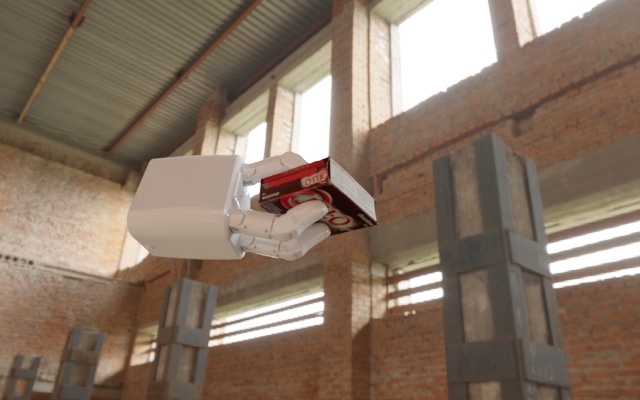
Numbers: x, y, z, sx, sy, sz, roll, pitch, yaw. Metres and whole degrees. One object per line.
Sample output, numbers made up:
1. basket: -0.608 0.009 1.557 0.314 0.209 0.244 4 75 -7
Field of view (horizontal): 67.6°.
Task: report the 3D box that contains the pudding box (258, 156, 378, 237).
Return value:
1. pudding box: 0.000 0.002 0.532 0.090 0.039 0.113 -15 -30 28
